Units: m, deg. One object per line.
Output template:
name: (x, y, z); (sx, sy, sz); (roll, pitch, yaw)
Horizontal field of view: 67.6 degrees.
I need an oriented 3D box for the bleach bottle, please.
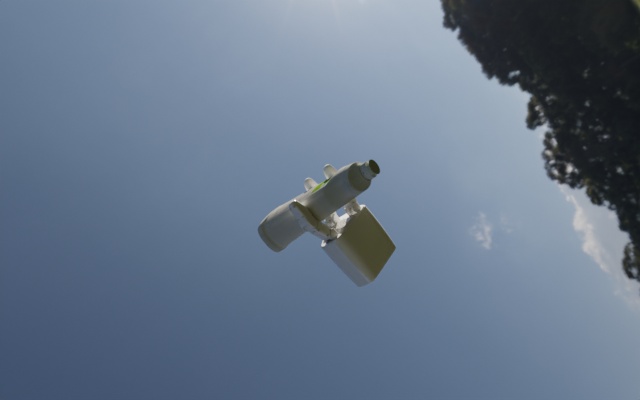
bleach bottle: (0.000, 0.003, 0.854); (0.251, 0.068, 0.102); (-32, 12, 36)
